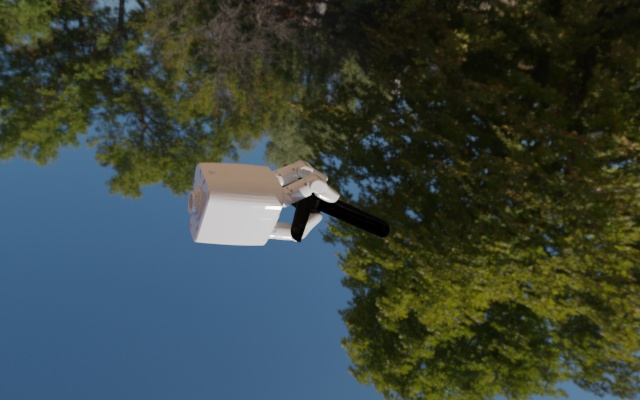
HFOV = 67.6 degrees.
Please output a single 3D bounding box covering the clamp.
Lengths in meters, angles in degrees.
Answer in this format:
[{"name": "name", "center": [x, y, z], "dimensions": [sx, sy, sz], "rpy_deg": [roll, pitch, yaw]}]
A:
[{"name": "clamp", "center": [-0.001, 0.003, 0.738], "dimensions": [0.164, 0.036, 0.210], "rpy_deg": [5, 26, -28]}]
